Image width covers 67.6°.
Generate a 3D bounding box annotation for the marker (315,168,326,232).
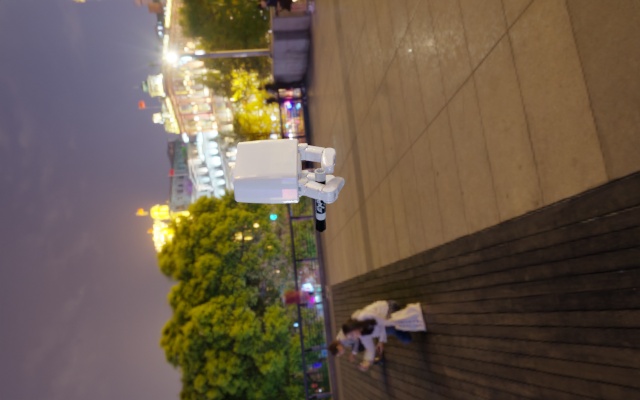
[{"bbox_3d":[0.000,0.003,0.809,0.020,0.121,0.020,0,33,0],"label":"marker"}]
